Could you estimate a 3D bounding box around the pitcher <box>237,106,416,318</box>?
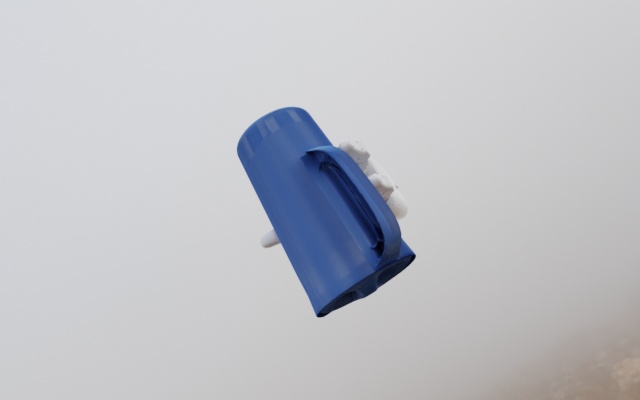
[{"bbox_3d":[0.000,0.002,0.573,0.149,0.242,0.145,-37,-19,15],"label":"pitcher"}]
